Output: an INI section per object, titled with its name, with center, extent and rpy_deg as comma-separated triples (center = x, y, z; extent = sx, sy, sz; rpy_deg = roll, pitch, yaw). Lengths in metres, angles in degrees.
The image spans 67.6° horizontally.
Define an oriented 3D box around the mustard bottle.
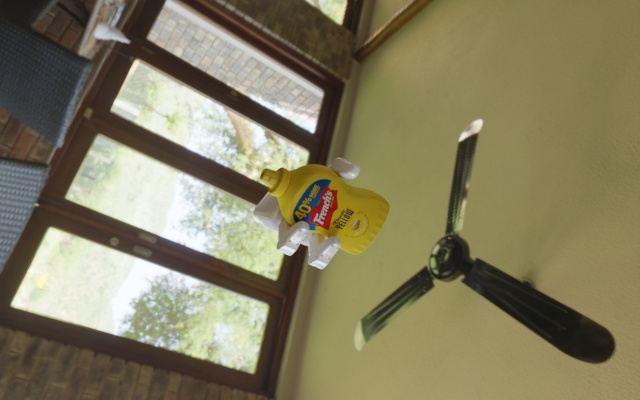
[mustard bottle]
center = 0.000, 0.002, 0.681
extent = 0.192, 0.096, 0.058
rpy_deg = 26, 17, -25
